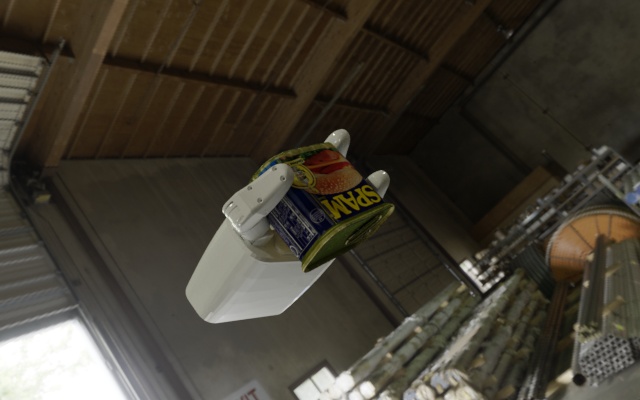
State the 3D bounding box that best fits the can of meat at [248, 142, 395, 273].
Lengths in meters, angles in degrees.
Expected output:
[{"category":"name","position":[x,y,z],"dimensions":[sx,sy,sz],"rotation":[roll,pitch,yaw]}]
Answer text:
[{"category":"can of meat","position":[0.000,0.001,0.404],"dimensions":[0.102,0.084,0.057],"rotation":[-20,-27,-49]}]
